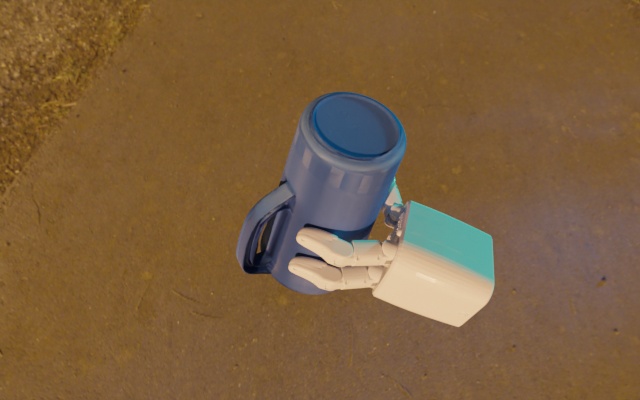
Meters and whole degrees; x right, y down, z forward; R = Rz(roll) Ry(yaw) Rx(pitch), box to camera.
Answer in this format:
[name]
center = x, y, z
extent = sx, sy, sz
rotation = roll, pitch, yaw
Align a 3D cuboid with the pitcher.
[pitcher]
center = 0.000, 0.002, 0.547
extent = 0.145, 0.149, 0.243
rotation = 21, -39, 2
